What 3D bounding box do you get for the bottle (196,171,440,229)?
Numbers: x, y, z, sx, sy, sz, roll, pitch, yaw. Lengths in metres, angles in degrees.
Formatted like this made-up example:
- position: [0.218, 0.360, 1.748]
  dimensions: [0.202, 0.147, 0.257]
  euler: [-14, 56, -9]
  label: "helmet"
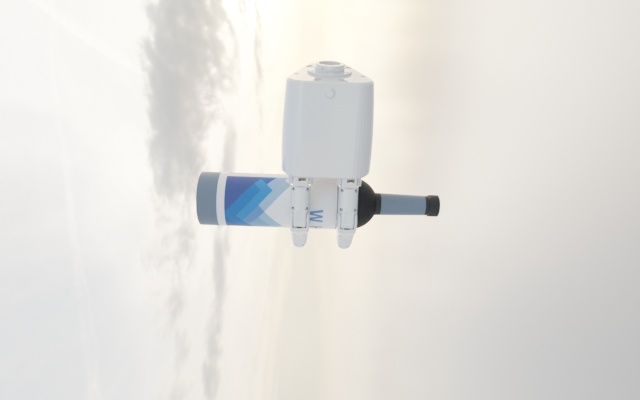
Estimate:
- position: [0.000, 0.002, 0.596]
  dimensions: [0.296, 0.069, 0.069]
  euler: [2, 0, -2]
  label: "bottle"
